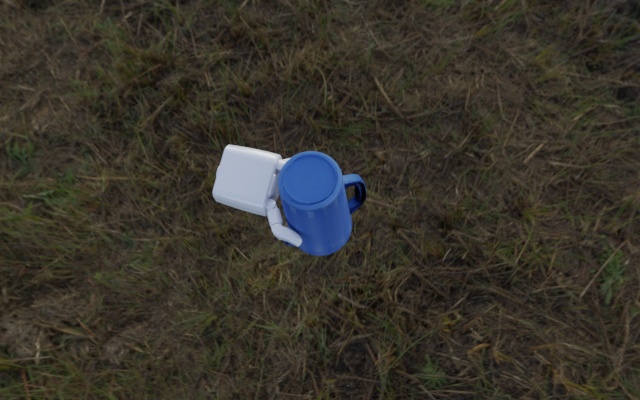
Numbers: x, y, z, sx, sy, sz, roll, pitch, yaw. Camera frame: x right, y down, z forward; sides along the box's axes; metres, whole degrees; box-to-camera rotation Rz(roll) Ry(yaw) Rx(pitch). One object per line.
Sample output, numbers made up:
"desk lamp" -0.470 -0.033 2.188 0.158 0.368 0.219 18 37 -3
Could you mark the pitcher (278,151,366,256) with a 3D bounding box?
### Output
"pitcher" 0.000 0.003 0.887 0.145 0.149 0.243 15 -19 10
